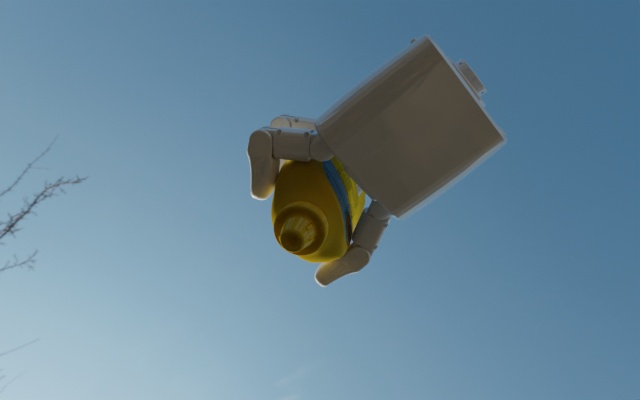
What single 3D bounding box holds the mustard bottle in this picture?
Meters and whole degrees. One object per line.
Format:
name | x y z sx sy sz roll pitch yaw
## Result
mustard bottle | 0.000 0.001 0.425 0.058 0.096 0.191 -12 14 15
